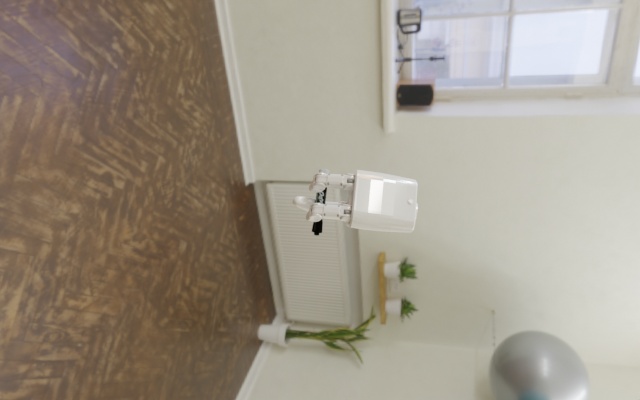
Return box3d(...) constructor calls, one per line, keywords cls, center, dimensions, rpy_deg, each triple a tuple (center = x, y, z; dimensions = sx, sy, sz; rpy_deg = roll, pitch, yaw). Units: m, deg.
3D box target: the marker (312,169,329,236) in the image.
box3d(cls="marker", center=(0.000, 0.003, 0.849), dimensions=(0.020, 0.121, 0.020), rpy_deg=(6, -17, 2))
